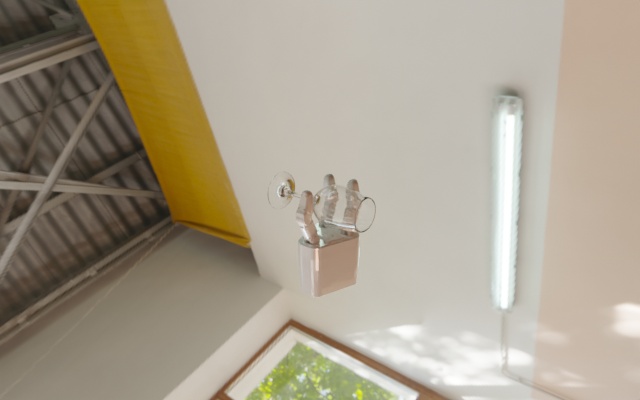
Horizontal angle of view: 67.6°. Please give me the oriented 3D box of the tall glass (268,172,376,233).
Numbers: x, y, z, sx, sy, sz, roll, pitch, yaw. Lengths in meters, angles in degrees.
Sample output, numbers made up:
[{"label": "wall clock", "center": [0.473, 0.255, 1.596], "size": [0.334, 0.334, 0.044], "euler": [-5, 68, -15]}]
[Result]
[{"label": "tall glass", "center": [0.000, 0.003, 0.863], "size": [0.201, 0.079, 0.079], "euler": [16, 10, 38]}]
